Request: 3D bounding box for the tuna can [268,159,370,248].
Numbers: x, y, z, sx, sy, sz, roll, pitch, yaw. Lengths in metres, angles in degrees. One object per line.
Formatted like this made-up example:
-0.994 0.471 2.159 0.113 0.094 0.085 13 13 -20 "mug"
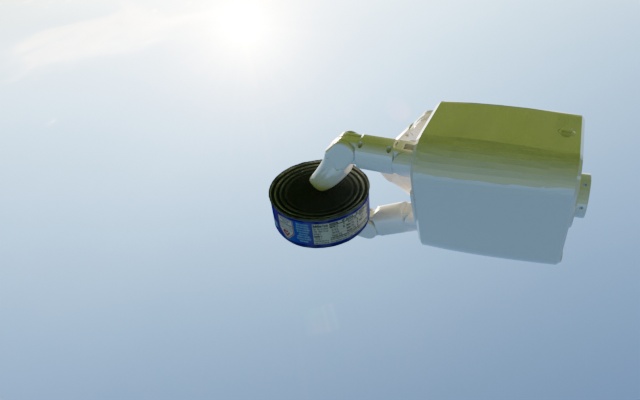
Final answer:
0.000 0.002 0.412 0.086 0.034 0.086 -4 37 3 "tuna can"
